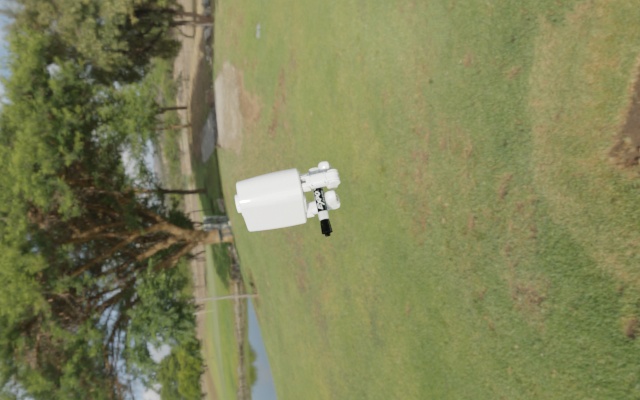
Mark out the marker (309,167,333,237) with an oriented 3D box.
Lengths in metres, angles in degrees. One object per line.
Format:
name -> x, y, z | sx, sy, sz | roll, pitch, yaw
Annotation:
marker -> 0.000, 0.003, 0.808 | 0.020, 0.121, 0.020 | -11, -17, -4
